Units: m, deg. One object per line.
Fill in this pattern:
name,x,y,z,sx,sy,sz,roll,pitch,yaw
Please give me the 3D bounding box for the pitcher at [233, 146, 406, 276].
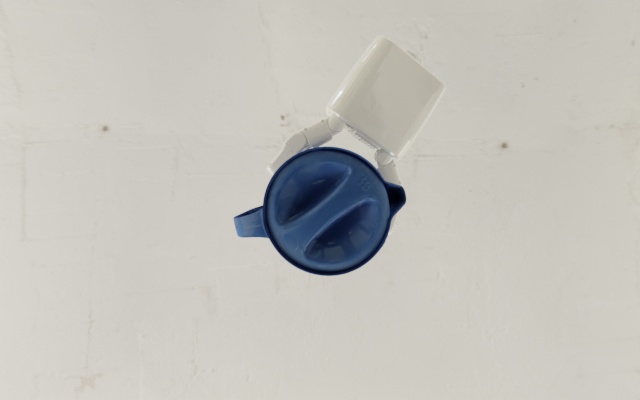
pitcher,0.000,0.002,0.599,0.149,0.145,0.243,32,6,-2
